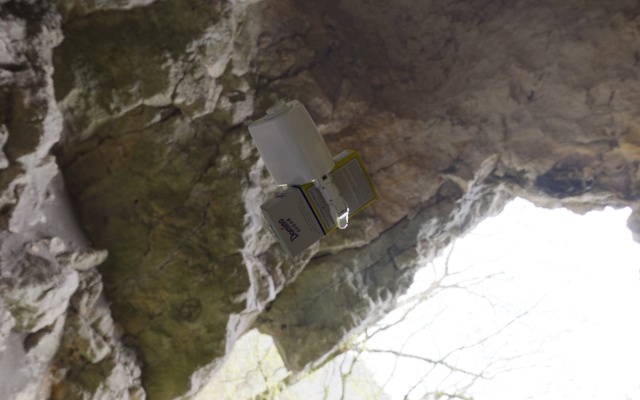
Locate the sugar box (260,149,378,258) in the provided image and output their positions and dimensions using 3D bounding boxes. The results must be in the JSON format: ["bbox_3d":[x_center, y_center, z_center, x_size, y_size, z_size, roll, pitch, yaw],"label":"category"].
[{"bbox_3d":[0.000,0.002,0.760,0.176,0.093,0.048,-33,20,-15],"label":"sugar box"}]
